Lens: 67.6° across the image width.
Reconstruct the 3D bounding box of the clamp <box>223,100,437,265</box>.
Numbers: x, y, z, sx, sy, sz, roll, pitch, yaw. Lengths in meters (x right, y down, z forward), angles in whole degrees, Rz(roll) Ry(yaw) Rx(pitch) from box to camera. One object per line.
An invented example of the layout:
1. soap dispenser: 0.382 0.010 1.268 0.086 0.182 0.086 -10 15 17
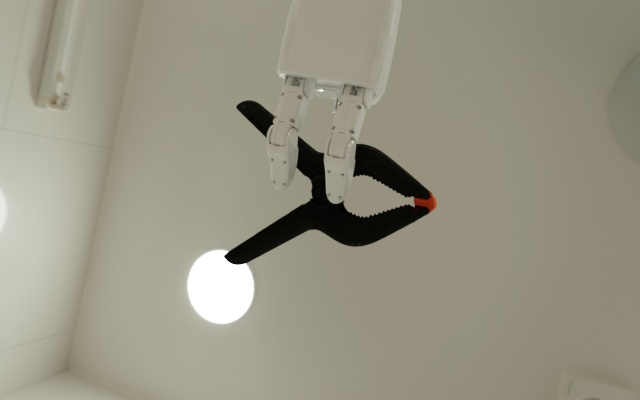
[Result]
1. clamp: 0.001 0.001 0.455 0.210 0.164 0.036 14 6 17
